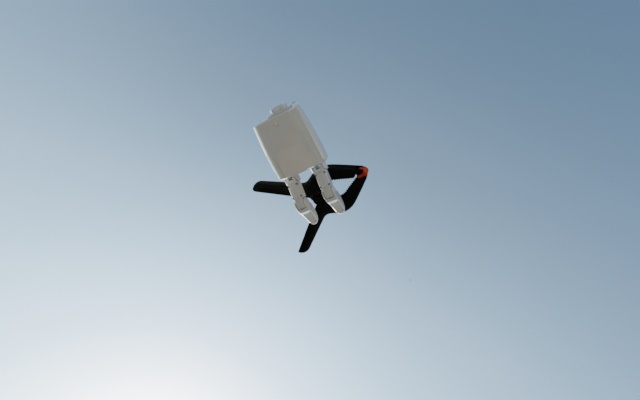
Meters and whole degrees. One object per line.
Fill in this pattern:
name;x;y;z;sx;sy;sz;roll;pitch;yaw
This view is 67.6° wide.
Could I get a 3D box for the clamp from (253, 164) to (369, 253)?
clamp;0.001;0.002;0.880;0.210;0.165;0.036;-22;20;19
